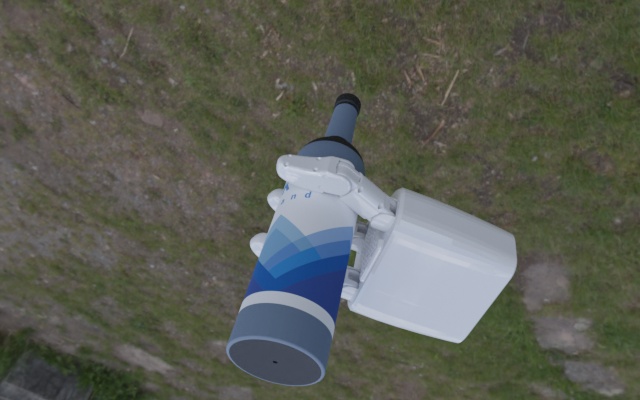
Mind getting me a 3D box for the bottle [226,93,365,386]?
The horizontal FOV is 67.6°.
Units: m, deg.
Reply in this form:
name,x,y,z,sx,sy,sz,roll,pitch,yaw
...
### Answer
name,x,y,z,sx,sy,sz,roll,pitch,yaw
bottle,0.000,0.001,0.408,0.069,0.295,0.069,8,-43,8
